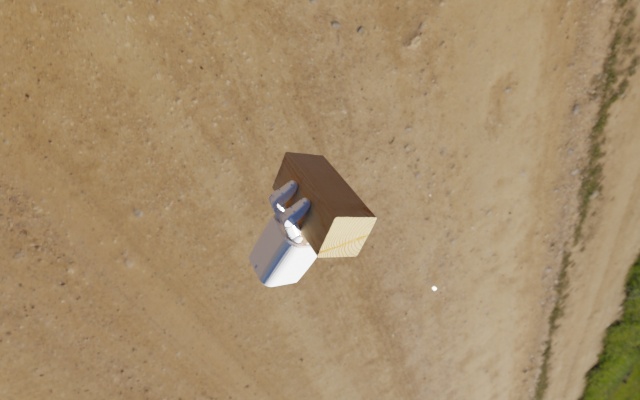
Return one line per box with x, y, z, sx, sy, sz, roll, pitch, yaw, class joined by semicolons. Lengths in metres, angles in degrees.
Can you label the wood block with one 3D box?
0.000;0.003;0.879;0.091;0.090;0.206;3;34;-35;wood block
